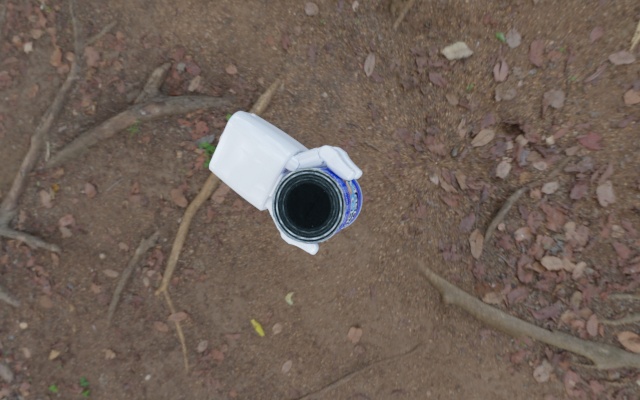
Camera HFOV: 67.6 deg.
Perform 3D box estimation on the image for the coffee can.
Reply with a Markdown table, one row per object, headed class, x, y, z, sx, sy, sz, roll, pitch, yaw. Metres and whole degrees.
| class | x | y | z | sx | sy | sz | roll | pitch | yaw |
| --- | --- | --- | --- | --- | --- | --- | --- | --- | --- |
| coffee can | 0.000 | 0.002 | 0.699 | 0.103 | 0.103 | 0.140 | 0 | 4 | 14 |
